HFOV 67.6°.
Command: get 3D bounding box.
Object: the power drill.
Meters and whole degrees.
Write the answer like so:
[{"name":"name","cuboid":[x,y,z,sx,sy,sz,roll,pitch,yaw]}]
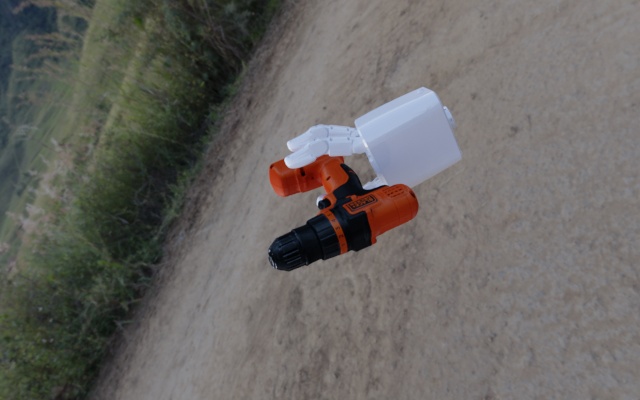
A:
[{"name":"power drill","cuboid":[0.000,0.002,0.596,0.184,0.057,0.187,-21,36,-15]}]
